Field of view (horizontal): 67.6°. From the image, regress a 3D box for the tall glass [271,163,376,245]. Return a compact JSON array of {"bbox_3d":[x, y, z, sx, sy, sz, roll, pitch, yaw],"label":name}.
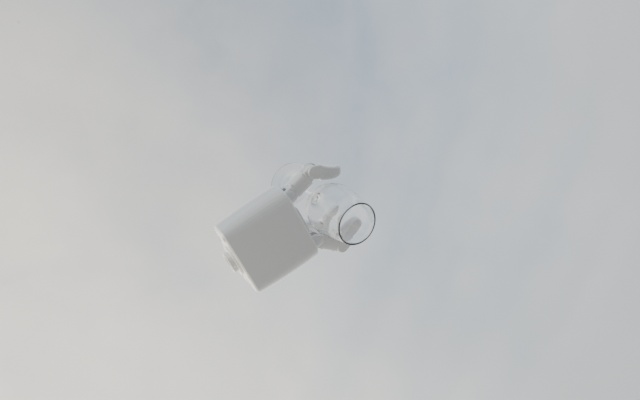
[{"bbox_3d":[0.000,0.002,0.728,0.079,0.079,0.201,0,17,-32],"label":"tall glass"}]
